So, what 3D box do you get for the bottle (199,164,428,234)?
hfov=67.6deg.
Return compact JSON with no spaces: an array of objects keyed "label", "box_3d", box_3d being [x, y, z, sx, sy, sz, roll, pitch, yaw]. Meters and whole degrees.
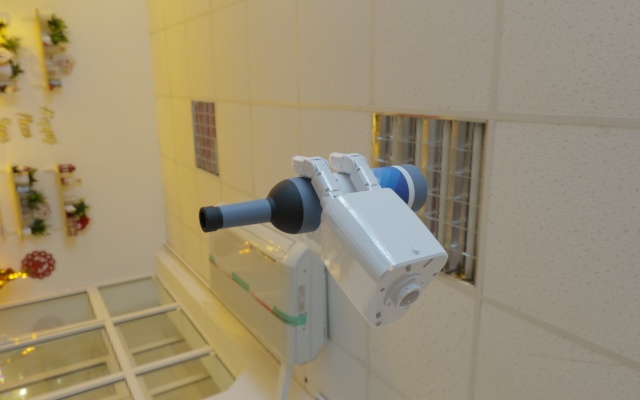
[{"label":"bottle","box_3d":[0.000,0.002,0.578,0.295,0.069,0.069,-9,5,-32]}]
